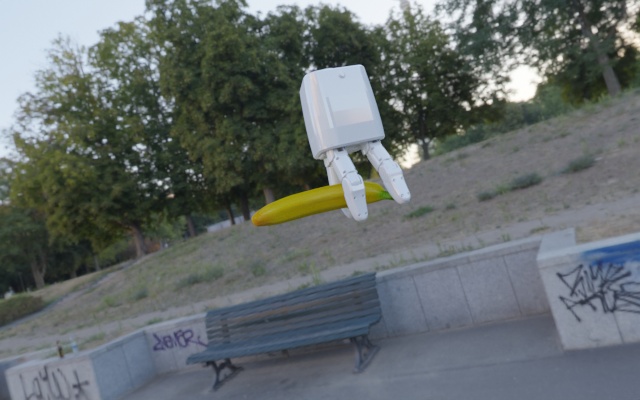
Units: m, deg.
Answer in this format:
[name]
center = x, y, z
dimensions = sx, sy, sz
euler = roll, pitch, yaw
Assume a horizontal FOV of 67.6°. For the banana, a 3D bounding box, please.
[banana]
center = 0.002, 0.001, 0.664
dimensions = 0.198, 0.037, 0.069
euler = -12, 3, -3
